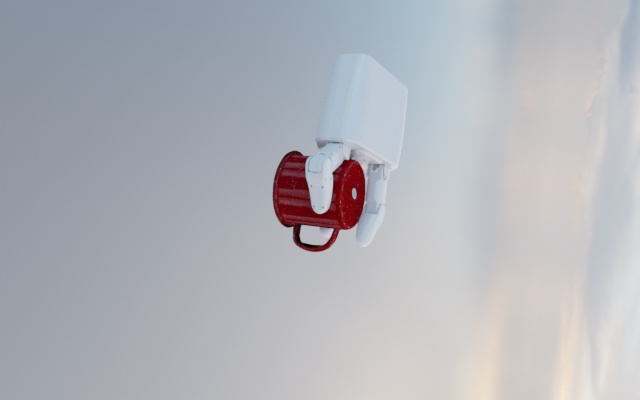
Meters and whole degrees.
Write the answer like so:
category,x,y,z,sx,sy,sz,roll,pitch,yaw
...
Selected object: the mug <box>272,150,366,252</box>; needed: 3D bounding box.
category,x,y,z,sx,sy,sz,roll,pitch,yaw
mug,0.000,0.003,0.554,0.081,0.117,0.093,6,-11,25
